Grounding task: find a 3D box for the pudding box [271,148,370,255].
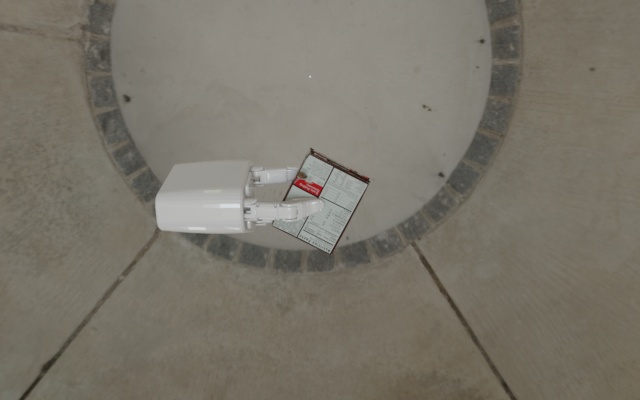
[{"bbox_3d":[0.000,0.002,0.621,0.090,0.113,0.039,27,14,-5],"label":"pudding box"}]
